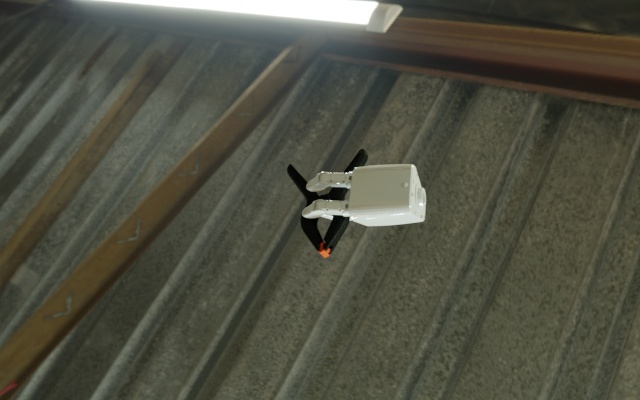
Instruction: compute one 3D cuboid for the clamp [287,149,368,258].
[{"bbox_3d":[0.001,0.004,0.885,0.164,0.210,0.036,-4,-28,25],"label":"clamp"}]
